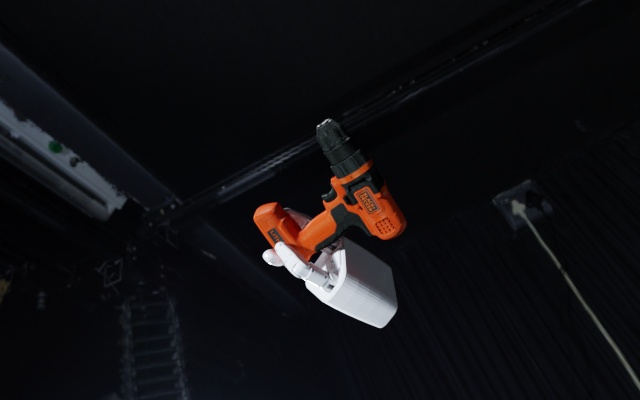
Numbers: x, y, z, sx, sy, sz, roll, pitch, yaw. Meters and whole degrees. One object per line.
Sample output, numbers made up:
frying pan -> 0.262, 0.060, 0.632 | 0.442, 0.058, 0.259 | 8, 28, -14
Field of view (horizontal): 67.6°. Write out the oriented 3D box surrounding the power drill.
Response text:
power drill -> 0.000, 0.003, 0.667 | 0.188, 0.184, 0.057 | -29, 11, 26
